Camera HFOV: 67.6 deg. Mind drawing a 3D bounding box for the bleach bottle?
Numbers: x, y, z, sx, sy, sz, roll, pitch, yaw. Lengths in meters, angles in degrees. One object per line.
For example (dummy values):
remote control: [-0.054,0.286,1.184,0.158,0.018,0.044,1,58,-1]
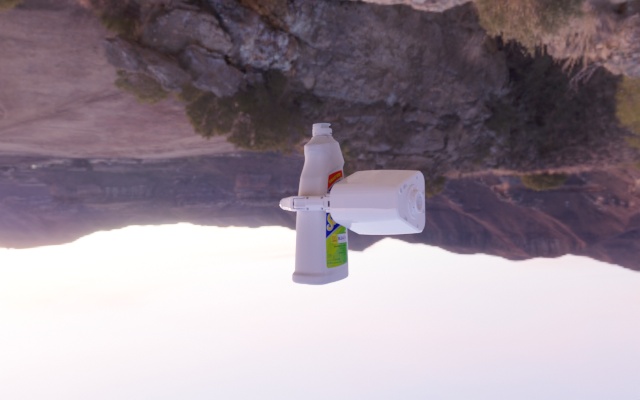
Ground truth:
bleach bottle: [0.000,0.003,0.763,0.068,0.251,0.102,-1,0,33]
